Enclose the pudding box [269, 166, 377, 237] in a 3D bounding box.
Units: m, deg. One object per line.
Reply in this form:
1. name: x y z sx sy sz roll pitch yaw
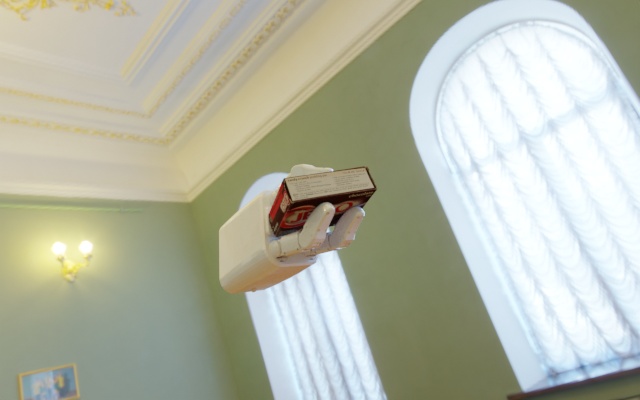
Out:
1. pudding box: 0.000 0.002 0.583 0.113 0.039 0.090 -12 -24 -24
